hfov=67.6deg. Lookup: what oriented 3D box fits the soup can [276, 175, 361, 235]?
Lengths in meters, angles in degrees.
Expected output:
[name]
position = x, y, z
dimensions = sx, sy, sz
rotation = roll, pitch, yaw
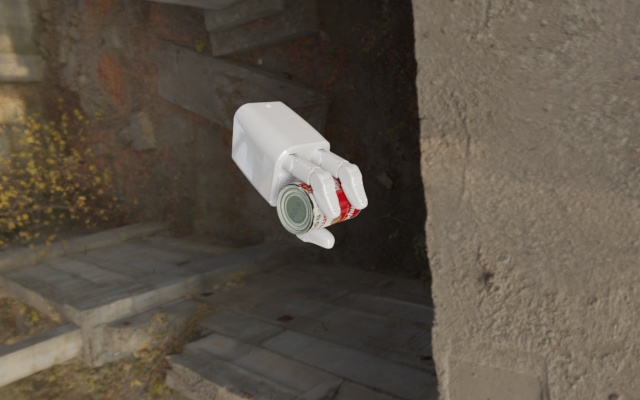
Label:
[soup can]
position = 0.000, 0.003, 0.638
dimensions = 0.068, 0.068, 0.102
rotation = 0, 11, 43
